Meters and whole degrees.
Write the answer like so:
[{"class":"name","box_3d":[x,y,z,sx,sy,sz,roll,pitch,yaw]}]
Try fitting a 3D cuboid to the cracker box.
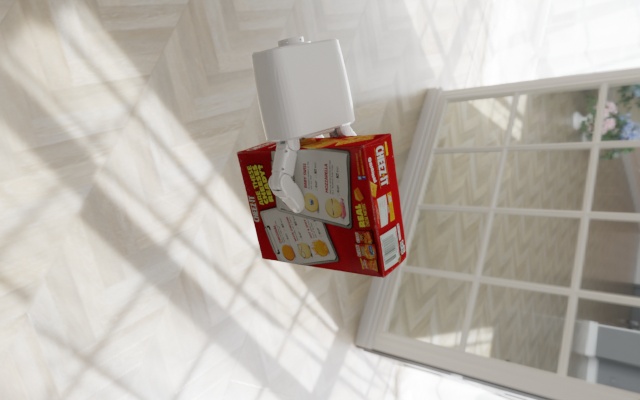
[{"class":"cracker box","box_3d":[0.000,0.002,0.632,0.213,0.164,0.072,2,20,40]}]
